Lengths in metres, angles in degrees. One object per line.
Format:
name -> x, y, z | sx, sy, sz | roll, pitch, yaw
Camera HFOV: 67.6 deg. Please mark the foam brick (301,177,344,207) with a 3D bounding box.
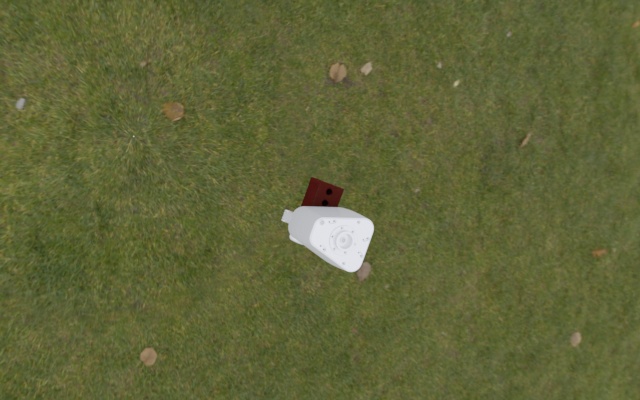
foam brick -> 0.000, 0.003, 0.887 | 0.053, 0.078, 0.051 | 20, -1, -22
